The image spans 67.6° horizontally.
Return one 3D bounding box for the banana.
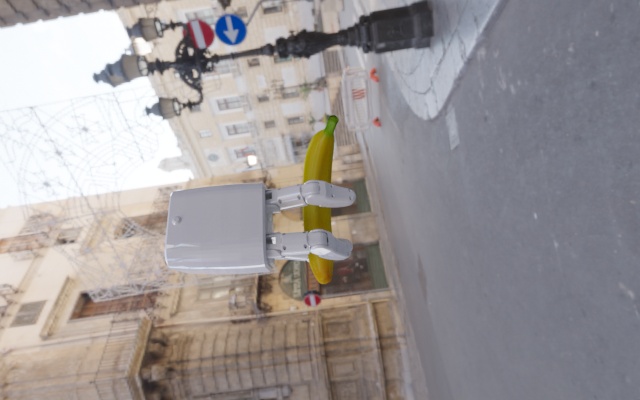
[{"bbox_3d":[-0.002,0.000,0.582,0.037,0.198,0.069,2,-6,-7],"label":"banana"}]
